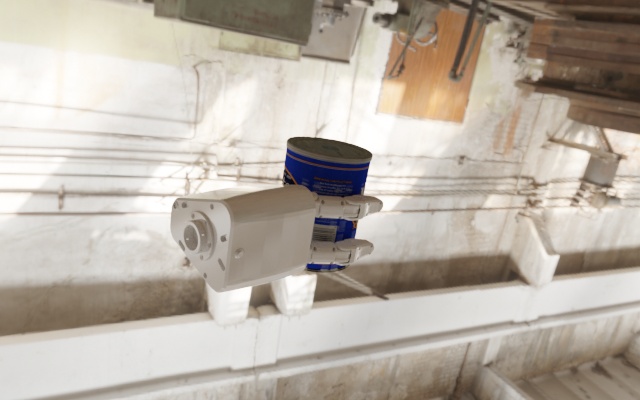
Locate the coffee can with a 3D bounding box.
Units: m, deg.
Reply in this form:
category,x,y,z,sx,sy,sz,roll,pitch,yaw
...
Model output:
category,x,y,z,sx,sy,sz,roll,pitch,yaw
coffee can,0.000,0.002,0.582,0.103,0.140,0.102,9,17,-3
